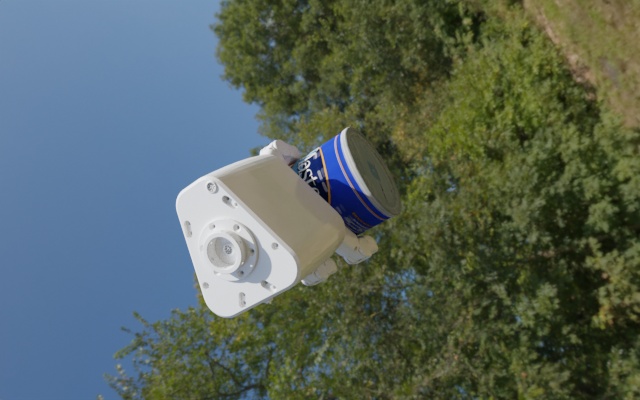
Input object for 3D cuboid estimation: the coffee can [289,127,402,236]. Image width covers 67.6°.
[{"bbox_3d":[0.000,0.002,0.511,0.140,0.102,0.103,-31,-13,23],"label":"coffee can"}]
